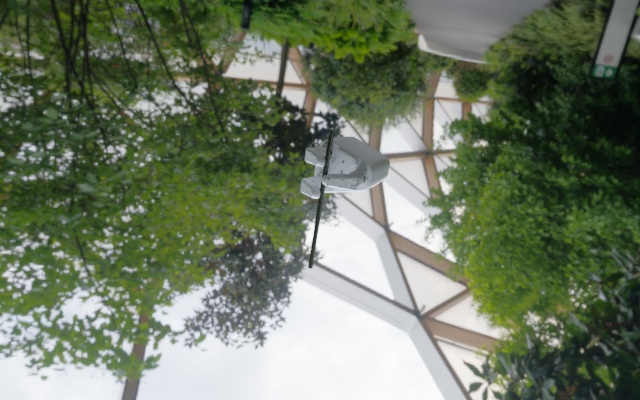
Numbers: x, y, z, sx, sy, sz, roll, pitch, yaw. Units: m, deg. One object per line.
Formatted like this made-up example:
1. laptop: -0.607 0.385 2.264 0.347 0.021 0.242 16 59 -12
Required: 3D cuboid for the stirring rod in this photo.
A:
1. stirring rod: 0.000 0.002 0.788 0.011 0.239 0.011 8 18 -3
